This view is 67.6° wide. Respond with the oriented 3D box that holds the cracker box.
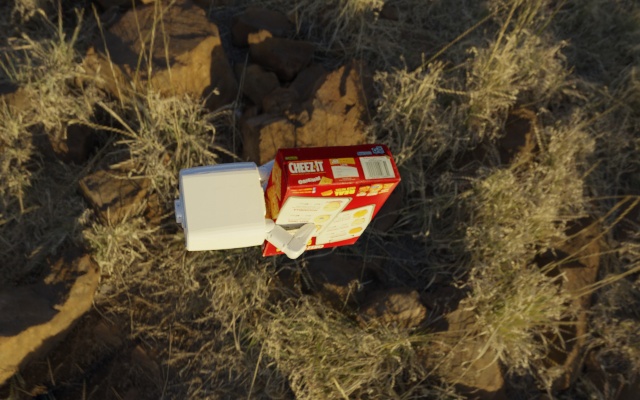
[{"bbox_3d":[0.000,0.002,0.722,0.164,0.072,0.214,-5,-27,-19],"label":"cracker box"}]
